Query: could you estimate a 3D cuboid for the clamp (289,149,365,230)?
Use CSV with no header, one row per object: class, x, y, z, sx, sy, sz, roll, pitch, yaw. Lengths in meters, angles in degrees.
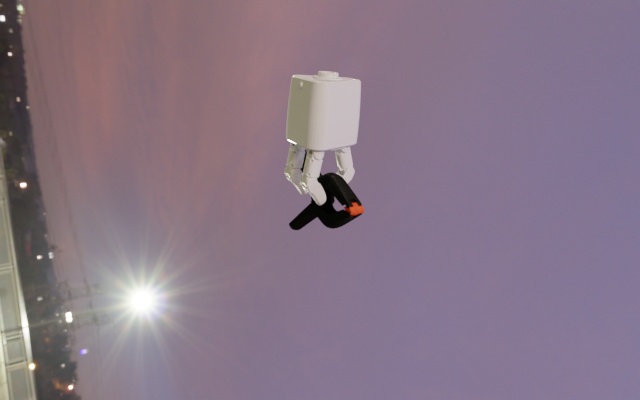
clamp,0.001,0.003,0.835,0.036,0.165,0.210,-8,23,-32
